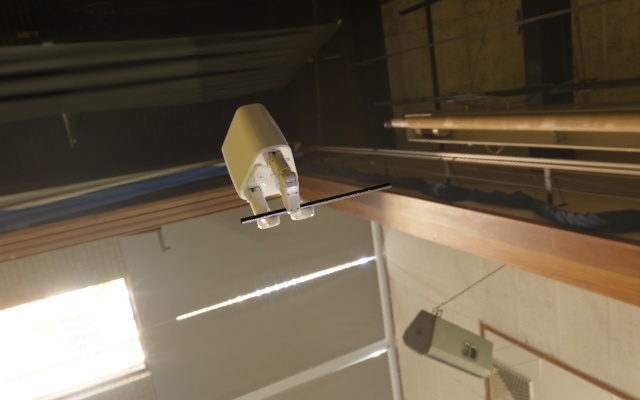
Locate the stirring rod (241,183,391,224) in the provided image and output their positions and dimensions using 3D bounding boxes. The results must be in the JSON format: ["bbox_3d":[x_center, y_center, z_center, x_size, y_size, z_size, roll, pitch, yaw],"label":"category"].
[{"bbox_3d":[0.000,0.002,0.698,0.239,0.011,0.011,-14,5,-22],"label":"stirring rod"}]
